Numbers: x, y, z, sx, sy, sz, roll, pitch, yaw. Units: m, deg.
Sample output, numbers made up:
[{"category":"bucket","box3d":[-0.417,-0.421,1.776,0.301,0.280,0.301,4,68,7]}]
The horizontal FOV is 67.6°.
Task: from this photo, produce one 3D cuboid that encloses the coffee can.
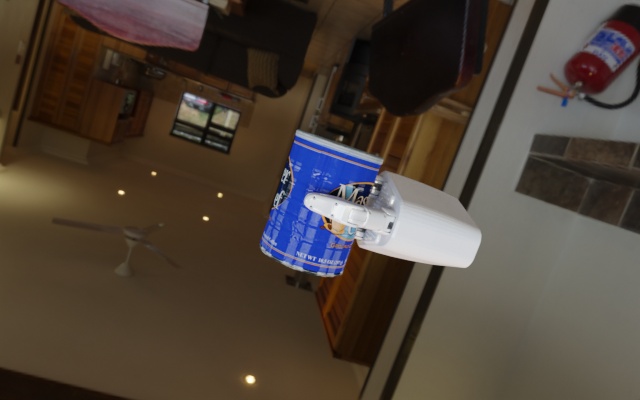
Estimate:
[{"category":"coffee can","box3d":[0.000,0.002,0.545,0.103,0.140,0.103,19,8,-3]}]
